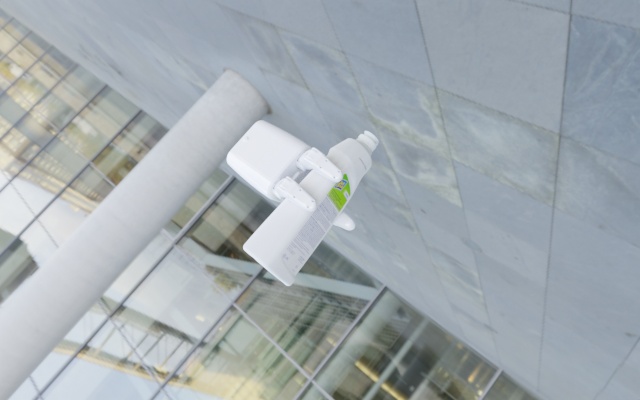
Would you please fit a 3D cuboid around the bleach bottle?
[{"bbox_3d":[0.000,0.002,0.708,0.068,0.251,0.103,35,-11,30],"label":"bleach bottle"}]
